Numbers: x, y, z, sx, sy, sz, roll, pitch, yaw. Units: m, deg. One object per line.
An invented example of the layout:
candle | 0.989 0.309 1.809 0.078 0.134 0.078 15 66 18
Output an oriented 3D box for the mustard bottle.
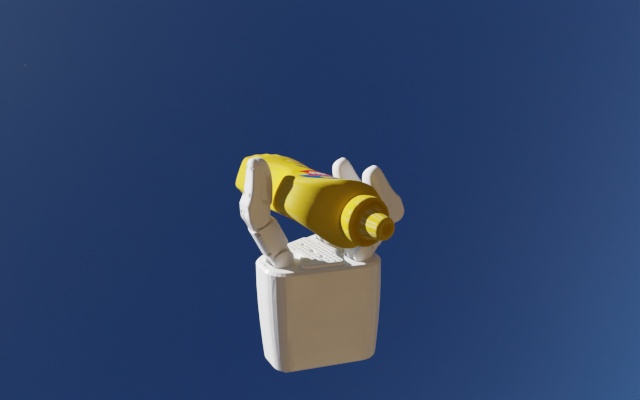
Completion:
mustard bottle | 0.000 0.001 0.438 0.096 0.058 0.191 18 3 -34
